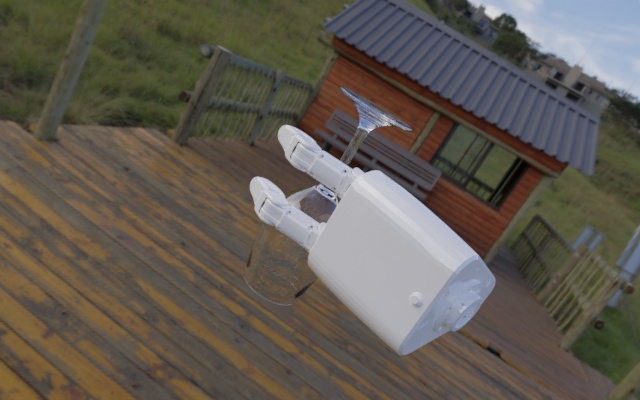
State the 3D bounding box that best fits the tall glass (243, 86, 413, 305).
[{"bbox_3d":[0.000,0.001,0.445,0.079,0.201,0.079,28,17,-9],"label":"tall glass"}]
